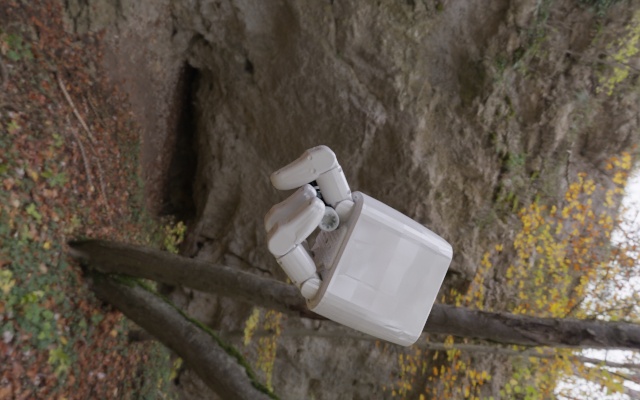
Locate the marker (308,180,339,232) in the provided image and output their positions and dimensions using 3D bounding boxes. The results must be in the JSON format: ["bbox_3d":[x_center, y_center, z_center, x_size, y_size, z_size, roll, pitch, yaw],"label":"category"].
[{"bbox_3d":[0.000,0.001,0.468,0.020,0.020,0.121,0,16,-7],"label":"marker"}]
